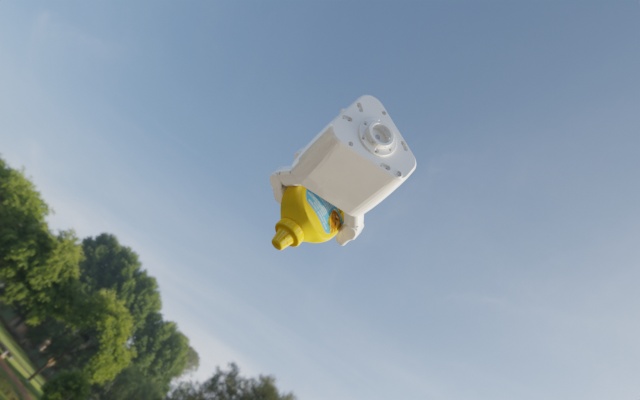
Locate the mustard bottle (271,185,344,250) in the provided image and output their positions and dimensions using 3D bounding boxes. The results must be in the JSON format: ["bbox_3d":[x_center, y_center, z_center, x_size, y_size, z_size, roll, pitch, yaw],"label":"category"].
[{"bbox_3d":[0.000,0.002,0.664,0.058,0.096,0.191,-4,33,47],"label":"mustard bottle"}]
